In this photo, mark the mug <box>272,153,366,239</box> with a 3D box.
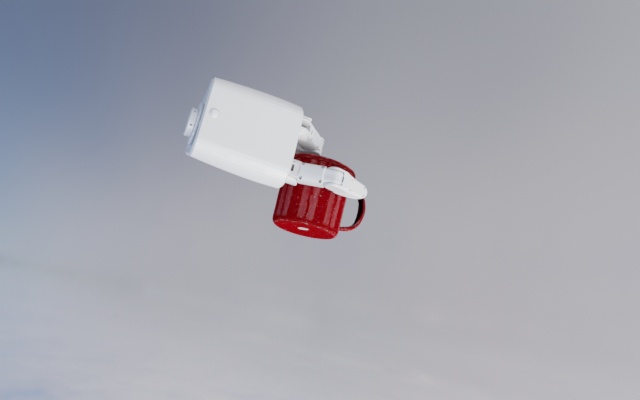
[{"bbox_3d":[0.001,0.003,0.585,0.117,0.081,0.093,18,-16,-18],"label":"mug"}]
